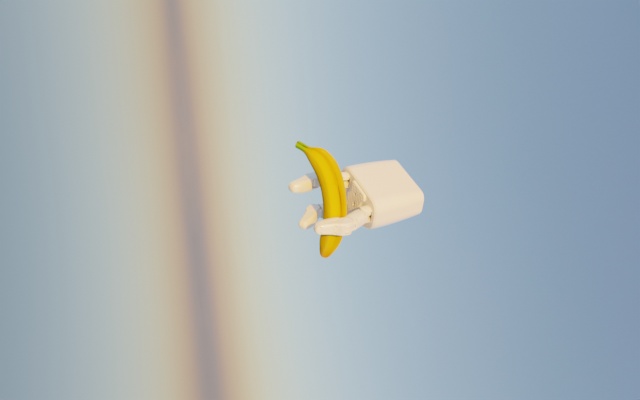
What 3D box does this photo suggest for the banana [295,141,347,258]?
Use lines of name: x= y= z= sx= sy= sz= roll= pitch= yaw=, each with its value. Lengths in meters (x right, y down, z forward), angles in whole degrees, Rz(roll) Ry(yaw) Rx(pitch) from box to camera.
banana: x=0.012 y=0.000 z=0.754 sx=0.037 sy=0.198 sz=0.069 roll=-22 pitch=16 yaw=-39
